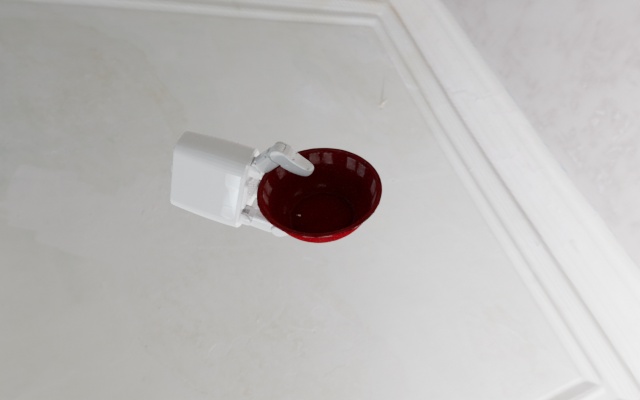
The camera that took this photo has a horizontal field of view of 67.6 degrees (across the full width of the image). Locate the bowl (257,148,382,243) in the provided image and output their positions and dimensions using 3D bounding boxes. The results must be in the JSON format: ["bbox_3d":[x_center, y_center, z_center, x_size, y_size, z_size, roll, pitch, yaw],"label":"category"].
[{"bbox_3d":[0.001,0.003,0.628,0.162,0.162,0.055,0,-44,6],"label":"bowl"}]
